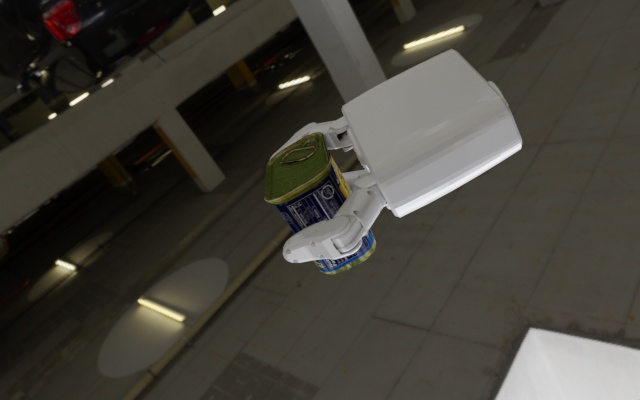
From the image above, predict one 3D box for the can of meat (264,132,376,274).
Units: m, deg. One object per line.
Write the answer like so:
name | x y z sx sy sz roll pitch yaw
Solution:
can of meat | 0.000 0.002 0.401 0.057 0.084 0.102 -29 24 8
